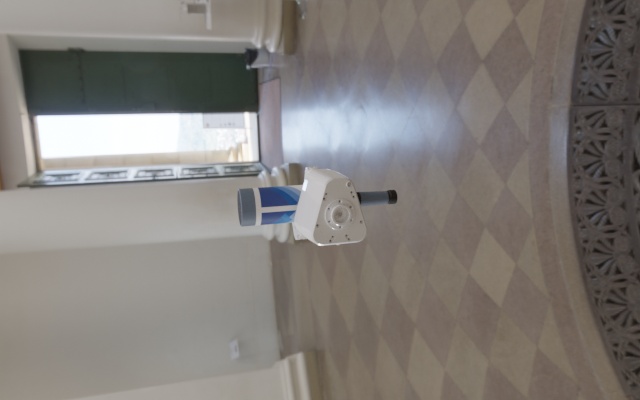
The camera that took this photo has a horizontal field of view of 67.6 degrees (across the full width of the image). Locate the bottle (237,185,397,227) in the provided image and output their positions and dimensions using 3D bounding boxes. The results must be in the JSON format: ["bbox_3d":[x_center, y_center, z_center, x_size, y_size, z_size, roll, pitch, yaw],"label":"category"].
[{"bbox_3d":[0.000,0.003,0.873,0.296,0.069,0.069,-4,1,-15],"label":"bottle"}]
